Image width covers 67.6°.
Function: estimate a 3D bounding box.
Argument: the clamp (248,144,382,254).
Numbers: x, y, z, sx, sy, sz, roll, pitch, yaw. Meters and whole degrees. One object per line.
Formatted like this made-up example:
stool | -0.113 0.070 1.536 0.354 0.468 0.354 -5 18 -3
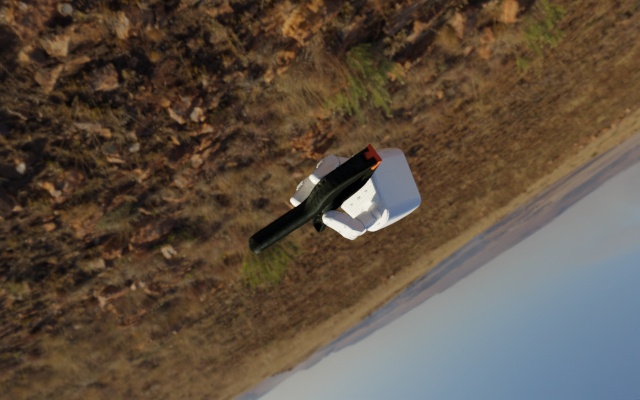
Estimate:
clamp | 0.001 0.002 0.654 0.164 0.036 0.210 -19 -21 -48
